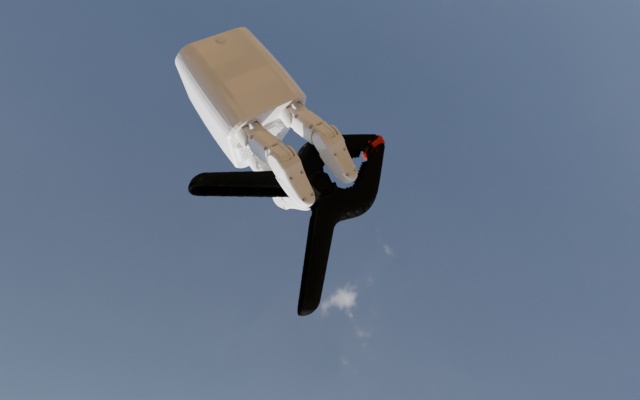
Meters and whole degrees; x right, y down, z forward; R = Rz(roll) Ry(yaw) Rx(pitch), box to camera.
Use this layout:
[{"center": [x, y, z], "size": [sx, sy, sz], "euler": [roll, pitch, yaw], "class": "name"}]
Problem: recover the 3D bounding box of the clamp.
[{"center": [0.000, 0.001, 0.480], "size": [0.210, 0.164, 0.036], "euler": [-31, -10, -30], "class": "clamp"}]
